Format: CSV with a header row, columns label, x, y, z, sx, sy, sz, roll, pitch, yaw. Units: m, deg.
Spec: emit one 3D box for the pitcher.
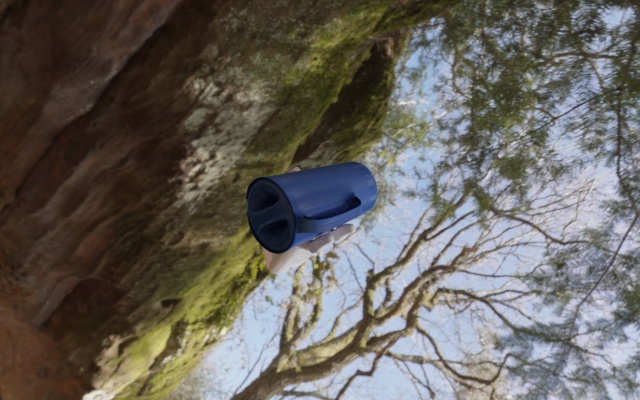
label,x,y,z,sx,sy,sz,roll,pitch,yaw
pitcher,0.000,0.003,0.871,0.243,0.149,0.145,-18,-22,-42
